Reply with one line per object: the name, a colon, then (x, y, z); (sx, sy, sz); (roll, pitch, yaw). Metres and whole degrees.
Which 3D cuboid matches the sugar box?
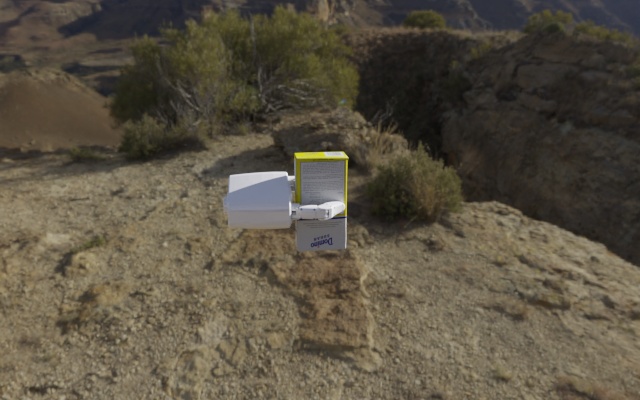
sugar box: (0.000, 0.003, 0.865); (0.093, 0.176, 0.048); (-2, 21, -8)
